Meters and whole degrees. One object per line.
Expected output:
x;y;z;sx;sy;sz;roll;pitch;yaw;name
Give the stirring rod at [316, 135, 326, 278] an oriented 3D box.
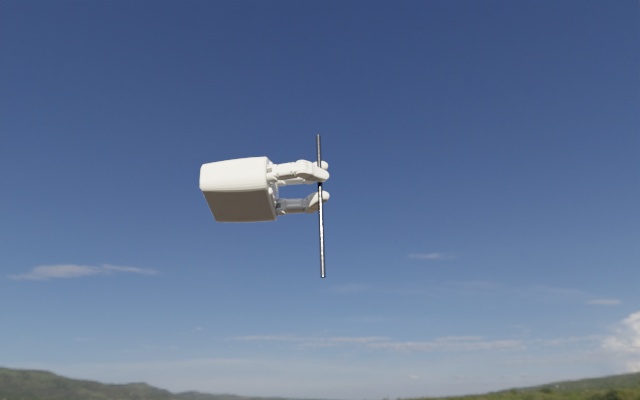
0.000;0.003;0.749;0.011;0.239;0.011;-2;-24;-1;stirring rod
